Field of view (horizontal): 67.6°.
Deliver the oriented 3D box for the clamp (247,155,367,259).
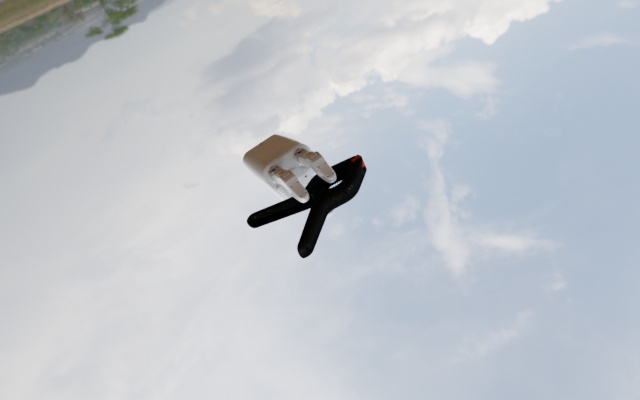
[{"bbox_3d":[0.001,0.003,0.747,0.210,0.036,0.164,-36,35,-15],"label":"clamp"}]
